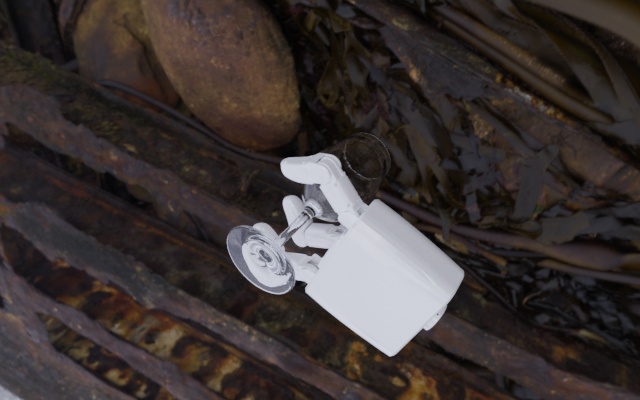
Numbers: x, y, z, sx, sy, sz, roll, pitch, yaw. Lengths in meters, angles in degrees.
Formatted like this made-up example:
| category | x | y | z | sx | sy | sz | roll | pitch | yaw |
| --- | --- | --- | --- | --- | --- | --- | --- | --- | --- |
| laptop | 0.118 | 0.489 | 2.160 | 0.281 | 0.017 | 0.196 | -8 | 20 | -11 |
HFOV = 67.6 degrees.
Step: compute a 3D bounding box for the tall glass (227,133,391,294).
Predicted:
| category | x | y | z | sx | sy | sz | roll | pitch | yaw |
| --- | --- | --- | --- | --- | --- | --- | --- | --- | --- |
| tall glass | 0.000 | 0.002 | 0.482 | 0.079 | 0.079 | 0.201 | 0 | 32 | 39 |
